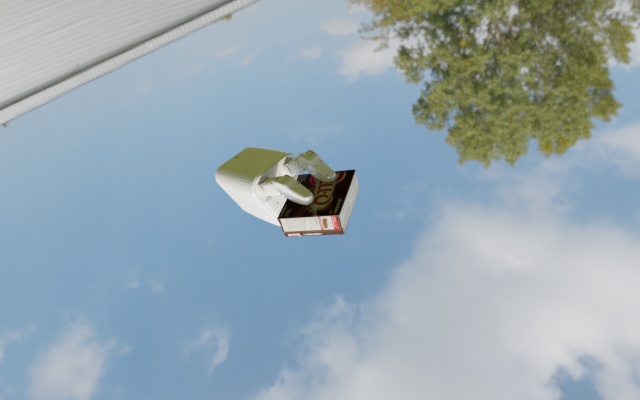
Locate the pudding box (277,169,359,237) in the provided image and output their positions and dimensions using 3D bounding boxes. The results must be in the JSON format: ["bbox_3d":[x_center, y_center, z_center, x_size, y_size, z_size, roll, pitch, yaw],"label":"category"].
[{"bbox_3d":[0.000,0.002,0.674,0.090,0.039,0.113,-5,37,21],"label":"pudding box"}]
